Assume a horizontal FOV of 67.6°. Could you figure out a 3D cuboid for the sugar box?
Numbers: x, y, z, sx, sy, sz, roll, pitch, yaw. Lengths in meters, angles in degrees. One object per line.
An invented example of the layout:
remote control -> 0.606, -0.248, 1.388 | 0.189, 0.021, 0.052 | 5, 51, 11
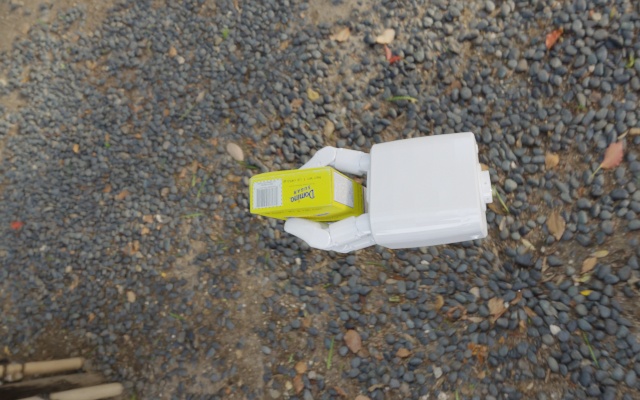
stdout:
sugar box -> 0.000, 0.002, 0.556 | 0.093, 0.048, 0.176 | -5, -12, 21
